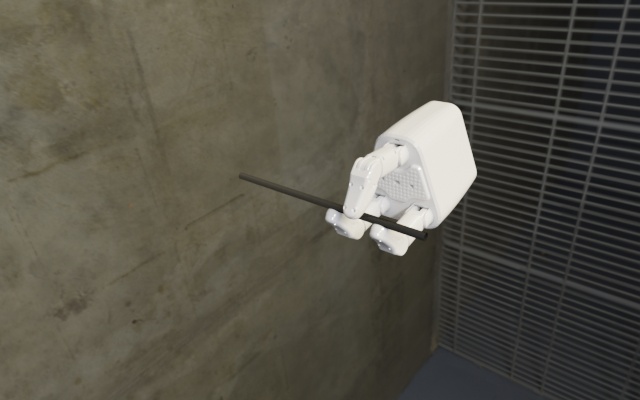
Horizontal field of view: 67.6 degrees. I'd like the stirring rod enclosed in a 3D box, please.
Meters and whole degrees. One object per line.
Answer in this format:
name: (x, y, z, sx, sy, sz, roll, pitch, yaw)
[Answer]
stirring rod: (0.000, 0.002, 0.493, 0.239, 0.011, 0.011, 18, 11, 35)
